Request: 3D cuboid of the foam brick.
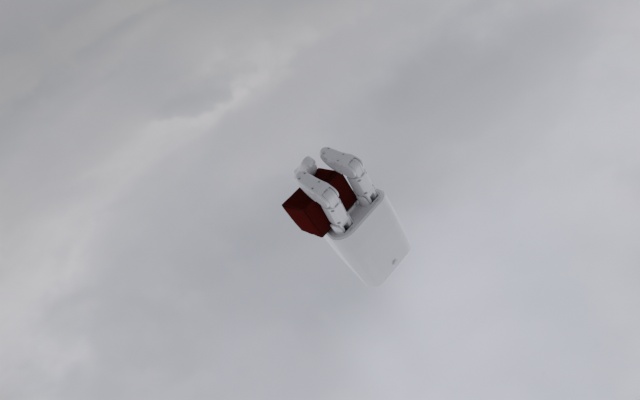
[{"bbox_3d":[0.000,0.002,0.635,0.078,0.051,0.053,-46,32,-21],"label":"foam brick"}]
